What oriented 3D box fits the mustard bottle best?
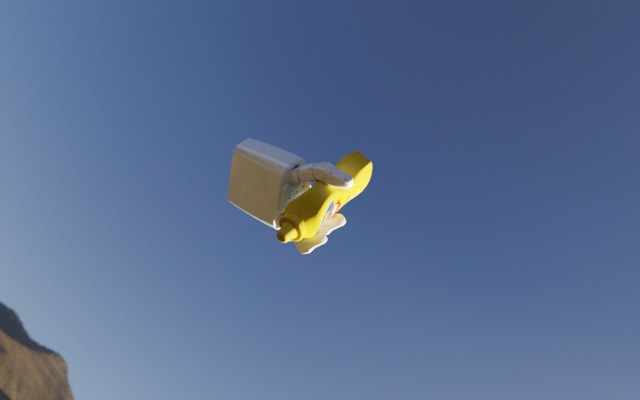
[{"bbox_3d":[0.001,0.002,0.712,0.191,0.058,0.096,-41,-10,-41],"label":"mustard bottle"}]
